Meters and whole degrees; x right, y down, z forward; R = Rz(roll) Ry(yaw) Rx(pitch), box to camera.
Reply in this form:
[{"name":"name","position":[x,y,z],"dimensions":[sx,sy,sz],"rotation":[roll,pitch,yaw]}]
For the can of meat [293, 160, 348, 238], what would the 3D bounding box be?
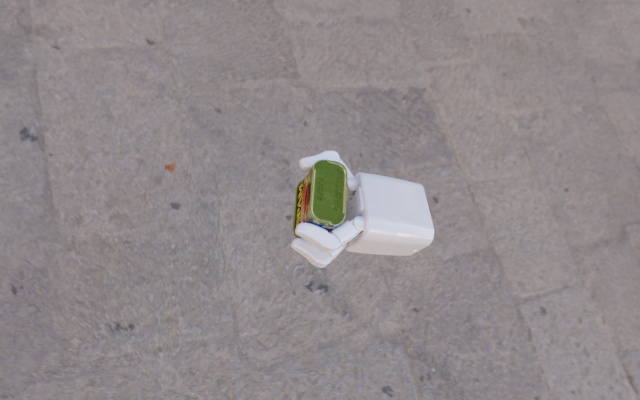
[{"name":"can of meat","position":[0.000,0.002,0.683],"dimensions":[0.057,0.102,0.084],"rotation":[10,-24,-15]}]
